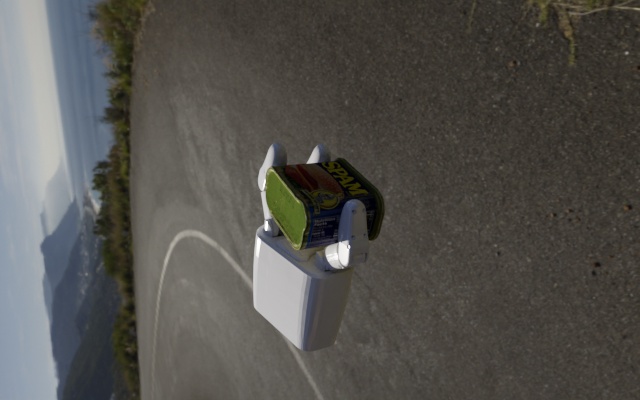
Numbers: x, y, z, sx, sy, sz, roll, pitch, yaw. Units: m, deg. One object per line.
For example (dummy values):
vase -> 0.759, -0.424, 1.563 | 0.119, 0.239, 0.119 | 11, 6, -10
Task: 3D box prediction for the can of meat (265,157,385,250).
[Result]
can of meat -> 0.000, 0.002, 0.476 | 0.084, 0.057, 0.102 | -7, 34, -27
